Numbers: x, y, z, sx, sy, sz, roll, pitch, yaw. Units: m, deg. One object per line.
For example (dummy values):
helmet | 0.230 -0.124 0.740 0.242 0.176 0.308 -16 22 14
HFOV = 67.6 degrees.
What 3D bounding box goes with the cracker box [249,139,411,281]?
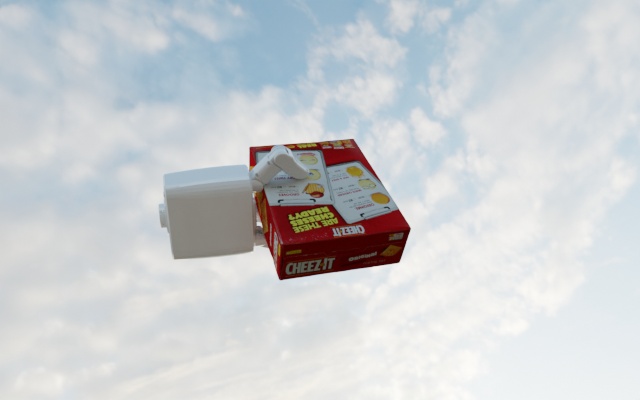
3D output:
cracker box | 0.000 0.002 0.650 0.164 0.072 0.213 -6 40 -16
